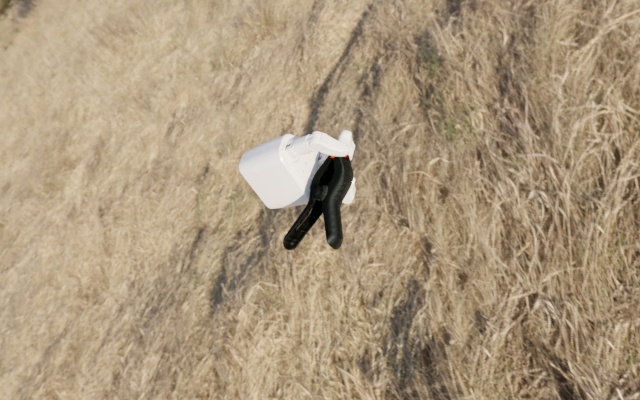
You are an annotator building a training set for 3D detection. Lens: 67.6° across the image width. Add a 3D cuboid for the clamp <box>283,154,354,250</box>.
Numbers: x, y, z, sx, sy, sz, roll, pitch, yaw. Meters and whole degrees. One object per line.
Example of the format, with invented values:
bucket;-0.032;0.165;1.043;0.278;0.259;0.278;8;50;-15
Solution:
clamp;0.000;0.002;0.717;0.120;0.171;0.039;-13;-40;40
